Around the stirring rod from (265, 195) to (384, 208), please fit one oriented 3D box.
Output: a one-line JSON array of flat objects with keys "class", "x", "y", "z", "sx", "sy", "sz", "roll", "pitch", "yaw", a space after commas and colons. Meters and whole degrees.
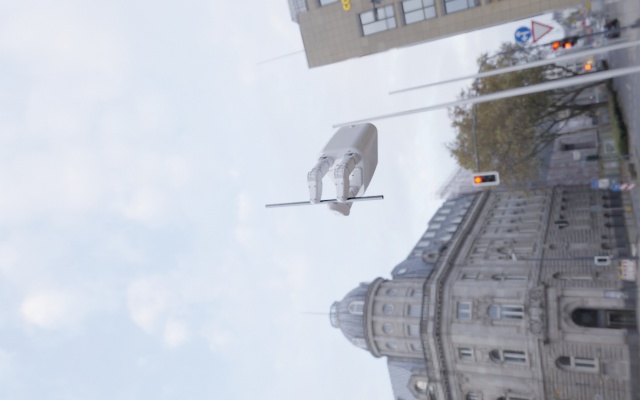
[{"class": "stirring rod", "x": 0.000, "y": 0.003, "z": 0.853, "sx": 0.239, "sy": 0.011, "sz": 0.011, "roll": -5, "pitch": -2, "yaw": 30}]
